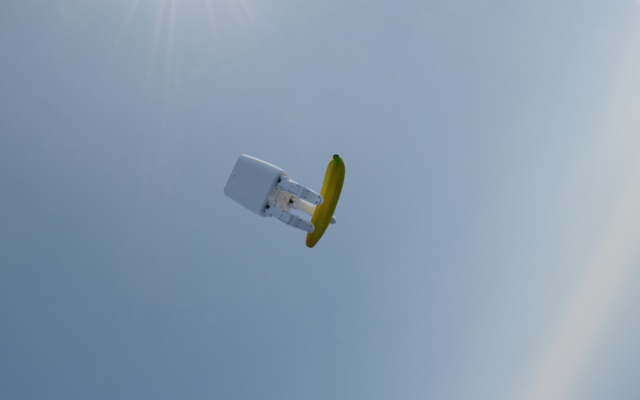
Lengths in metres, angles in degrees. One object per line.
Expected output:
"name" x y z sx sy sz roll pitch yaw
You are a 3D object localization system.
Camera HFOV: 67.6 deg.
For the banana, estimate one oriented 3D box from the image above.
"banana" 0.010 -0.005 0.900 0.037 0.198 0.069 26 27 23
